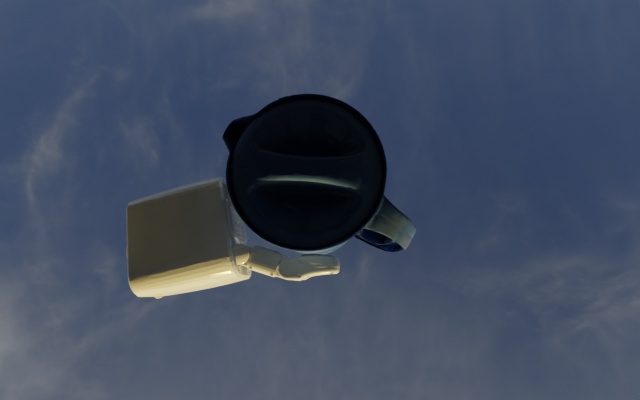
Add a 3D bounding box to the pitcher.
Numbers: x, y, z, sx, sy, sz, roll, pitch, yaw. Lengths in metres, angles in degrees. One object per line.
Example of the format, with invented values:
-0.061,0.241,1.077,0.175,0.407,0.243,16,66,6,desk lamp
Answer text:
0.000,0.002,0.501,0.145,0.149,0.243,-16,-10,-1,pitcher
